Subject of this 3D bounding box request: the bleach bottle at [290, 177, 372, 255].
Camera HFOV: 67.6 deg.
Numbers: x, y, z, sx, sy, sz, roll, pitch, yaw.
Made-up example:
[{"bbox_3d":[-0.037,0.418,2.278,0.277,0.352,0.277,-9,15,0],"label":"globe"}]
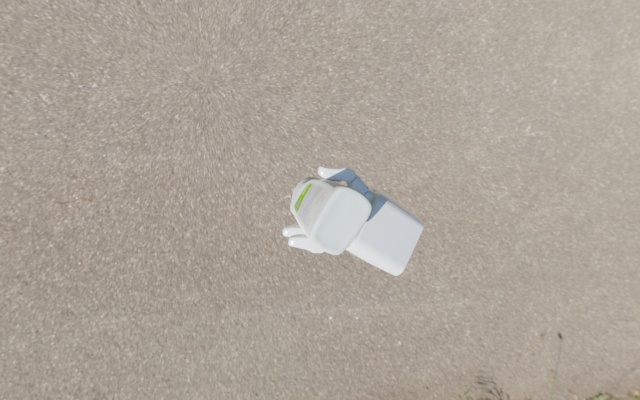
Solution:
[{"bbox_3d":[0.000,0.003,0.786,0.068,0.102,0.250,31,5,-18],"label":"bleach bottle"}]
